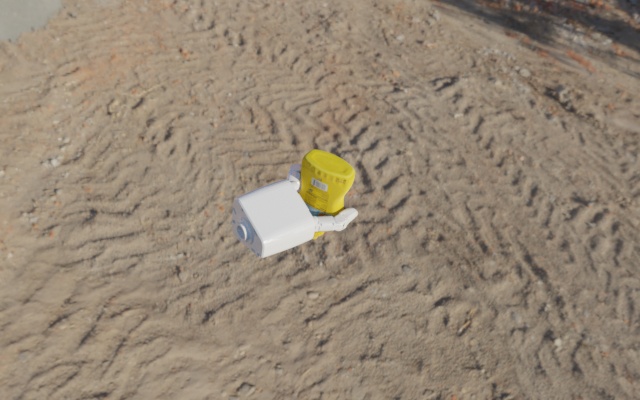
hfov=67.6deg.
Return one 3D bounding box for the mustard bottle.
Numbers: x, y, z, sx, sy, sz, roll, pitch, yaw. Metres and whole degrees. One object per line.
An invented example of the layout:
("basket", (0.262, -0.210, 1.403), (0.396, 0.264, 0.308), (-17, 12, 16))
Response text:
("mustard bottle", (0.000, 0.003, 0.897), (0.096, 0.192, 0.058), (27, 43, 15))
